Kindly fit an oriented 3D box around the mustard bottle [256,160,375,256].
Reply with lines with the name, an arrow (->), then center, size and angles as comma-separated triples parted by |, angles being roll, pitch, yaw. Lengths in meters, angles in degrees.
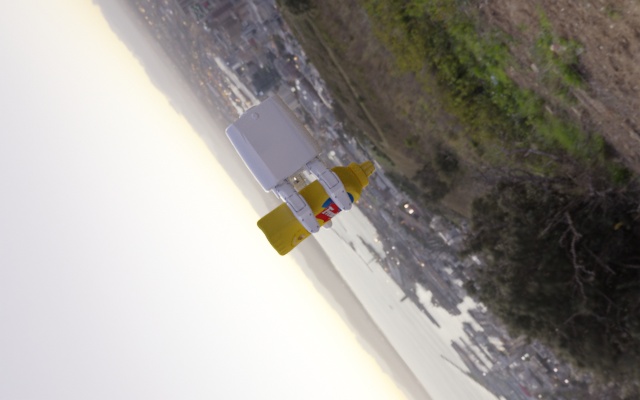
mustard bottle -> 0.000, 0.003, 0.707 | 0.191, 0.058, 0.096 | -37, -23, -6
